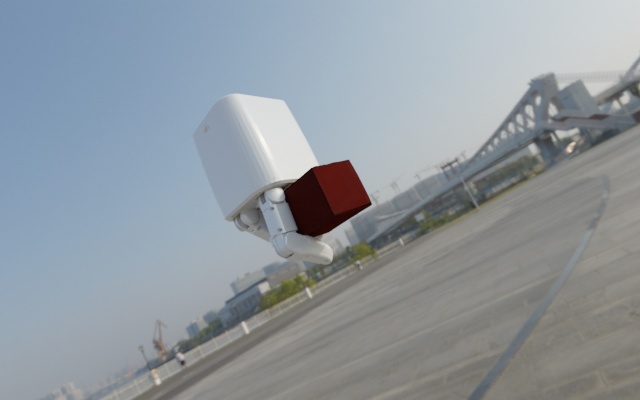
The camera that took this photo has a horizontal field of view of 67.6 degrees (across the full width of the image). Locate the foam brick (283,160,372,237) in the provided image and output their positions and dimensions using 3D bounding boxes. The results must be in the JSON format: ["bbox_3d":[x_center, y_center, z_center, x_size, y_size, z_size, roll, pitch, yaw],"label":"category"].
[{"bbox_3d":[0.000,0.001,0.471,0.053,0.051,0.078,-14,-15,-41],"label":"foam brick"}]
